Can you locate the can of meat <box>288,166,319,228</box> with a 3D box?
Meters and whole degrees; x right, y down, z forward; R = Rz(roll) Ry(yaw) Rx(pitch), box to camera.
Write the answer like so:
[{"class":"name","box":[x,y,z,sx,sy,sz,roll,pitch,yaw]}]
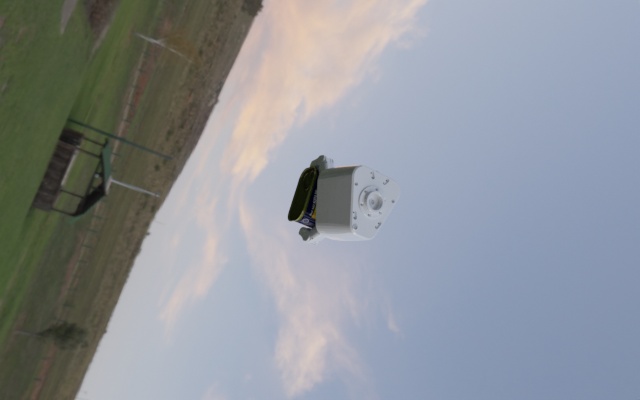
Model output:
[{"class":"can of meat","box":[0.000,0.003,0.848,0.084,0.102,0.057,23,-16,-25]}]
